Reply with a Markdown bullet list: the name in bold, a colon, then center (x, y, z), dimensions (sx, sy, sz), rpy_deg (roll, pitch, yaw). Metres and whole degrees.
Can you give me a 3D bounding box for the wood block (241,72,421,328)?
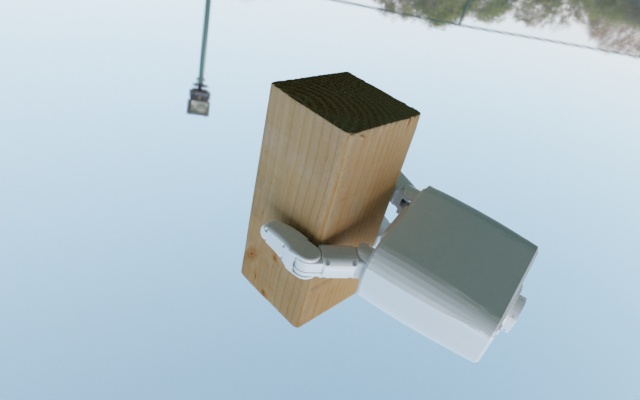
- **wood block**: center (0.000, 0.002, 0.432), dimensions (0.091, 0.206, 0.090), rpy_deg (-21, 48, -41)
